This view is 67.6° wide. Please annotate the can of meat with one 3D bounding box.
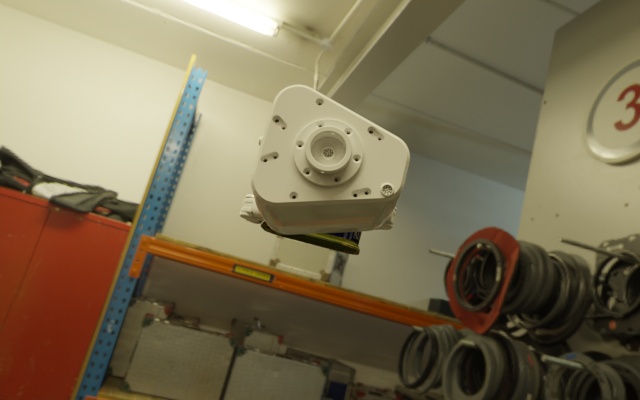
[{"bbox_3d":[0.000,0.001,0.489,0.102,0.084,0.057,14,-12,6],"label":"can of meat"}]
